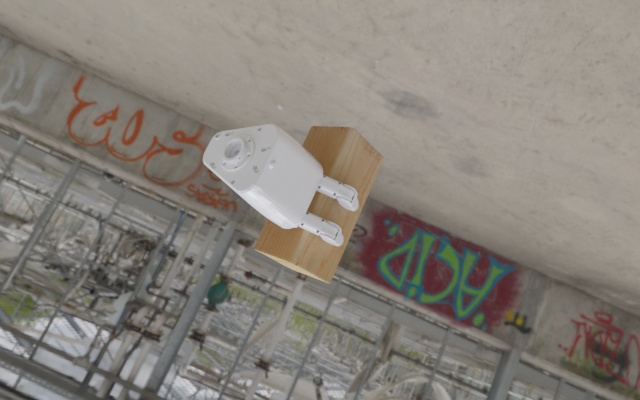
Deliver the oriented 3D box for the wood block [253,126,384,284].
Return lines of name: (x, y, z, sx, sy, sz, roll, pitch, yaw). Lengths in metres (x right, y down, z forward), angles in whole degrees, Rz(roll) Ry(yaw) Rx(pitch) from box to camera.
wood block: (0.000, 0.002, 0.702, 0.091, 0.206, 0.090, 12, -18, 46)
